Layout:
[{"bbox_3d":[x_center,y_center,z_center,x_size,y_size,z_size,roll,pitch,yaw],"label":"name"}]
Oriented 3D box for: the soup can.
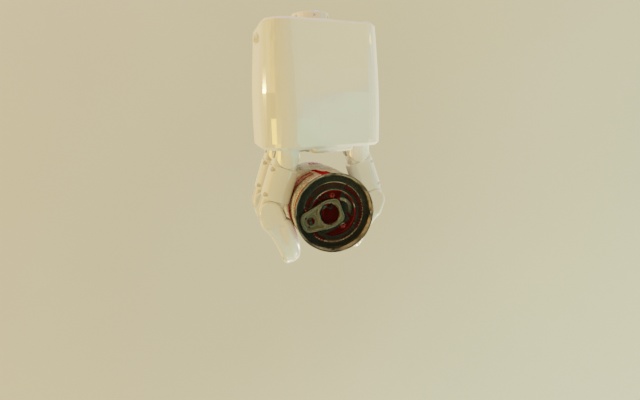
[{"bbox_3d":[0.000,0.002,0.445,0.068,0.068,0.102,0,10,-14],"label":"soup can"}]
